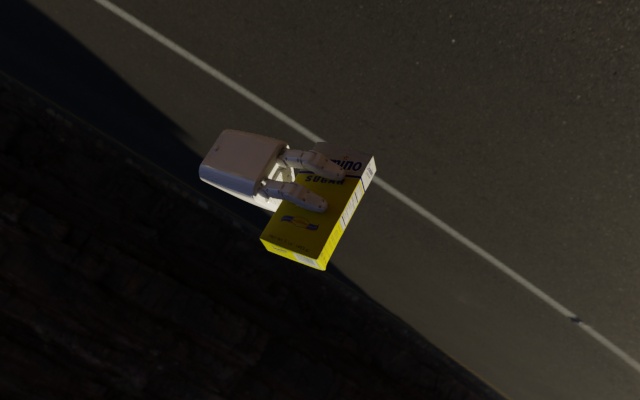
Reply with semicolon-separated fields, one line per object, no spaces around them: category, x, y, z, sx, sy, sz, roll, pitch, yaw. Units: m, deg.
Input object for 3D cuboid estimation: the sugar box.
sugar box;0.000;0.002;0.667;0.093;0.176;0.048;17;-24;24
